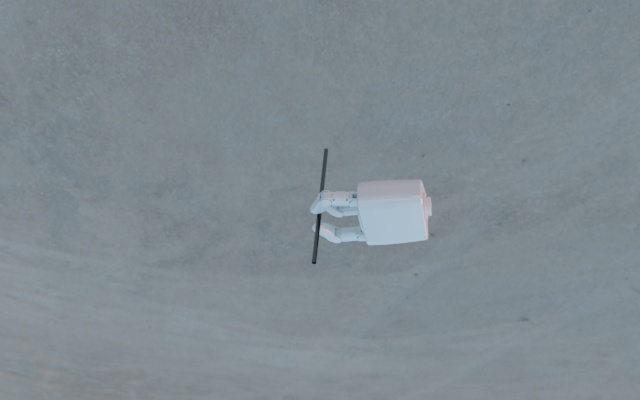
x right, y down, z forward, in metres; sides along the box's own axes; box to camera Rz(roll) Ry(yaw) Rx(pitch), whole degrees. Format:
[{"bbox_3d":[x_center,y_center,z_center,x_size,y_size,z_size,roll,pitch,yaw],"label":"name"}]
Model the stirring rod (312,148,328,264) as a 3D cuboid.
[{"bbox_3d":[0.000,0.003,0.854,0.011,0.239,0.011,4,-33,3],"label":"stirring rod"}]
